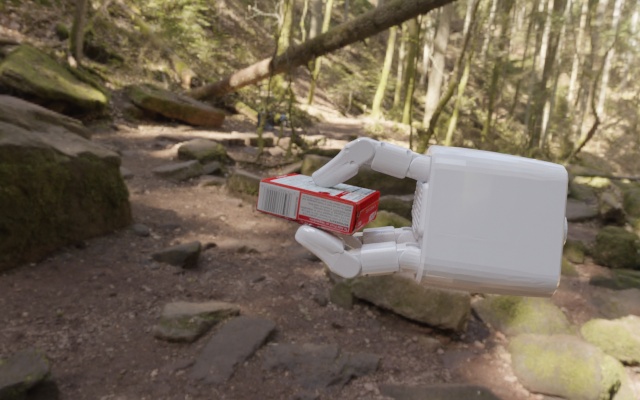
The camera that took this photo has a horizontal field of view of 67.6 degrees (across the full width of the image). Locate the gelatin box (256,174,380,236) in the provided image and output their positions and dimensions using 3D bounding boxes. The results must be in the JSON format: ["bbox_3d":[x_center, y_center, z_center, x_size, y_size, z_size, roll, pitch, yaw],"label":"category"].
[{"bbox_3d":[0.000,0.001,0.416,0.089,0.030,0.073,14,13,18],"label":"gelatin box"}]
